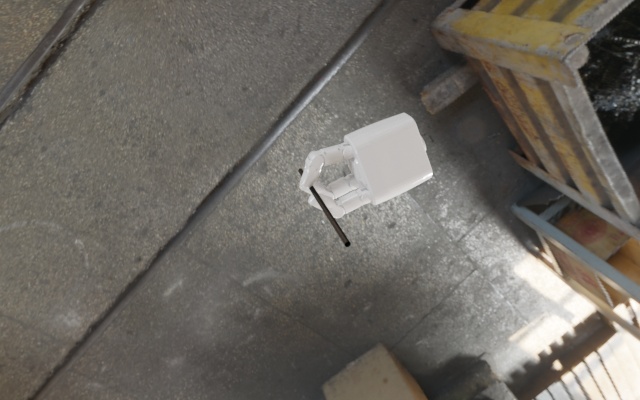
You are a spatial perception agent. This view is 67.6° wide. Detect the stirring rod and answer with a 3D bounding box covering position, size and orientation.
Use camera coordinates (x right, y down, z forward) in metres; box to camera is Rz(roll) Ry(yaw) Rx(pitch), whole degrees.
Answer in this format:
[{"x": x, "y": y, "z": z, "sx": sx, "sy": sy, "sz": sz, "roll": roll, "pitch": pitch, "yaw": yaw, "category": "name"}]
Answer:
[{"x": 0.000, "y": 0.002, "z": 0.696, "sx": 0.011, "sy": 0.011, "sz": 0.239, "roll": 0, "pitch": 26, "yaw": -18, "category": "stirring rod"}]
